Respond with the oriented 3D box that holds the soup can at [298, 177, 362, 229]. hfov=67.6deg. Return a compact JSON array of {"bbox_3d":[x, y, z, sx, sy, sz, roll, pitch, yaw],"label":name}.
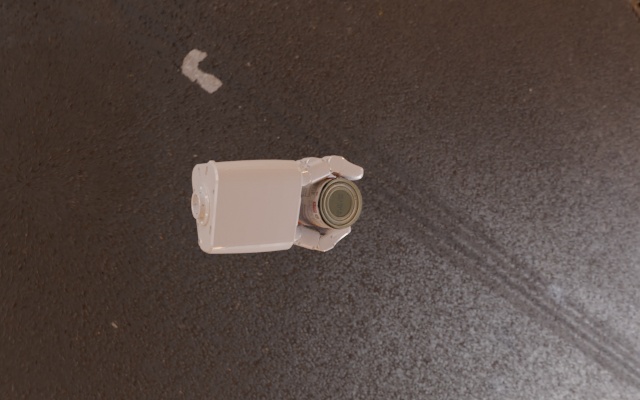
[{"bbox_3d":[0.001,0.002,0.643,0.068,0.068,0.102,0,2,-31],"label":"soup can"}]
